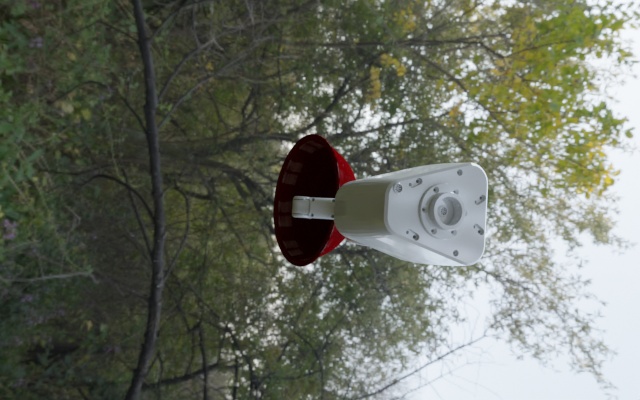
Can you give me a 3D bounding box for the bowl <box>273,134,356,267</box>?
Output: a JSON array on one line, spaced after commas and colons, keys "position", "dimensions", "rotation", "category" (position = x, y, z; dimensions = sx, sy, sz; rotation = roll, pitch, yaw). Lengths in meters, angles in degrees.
[{"position": [0.000, 0.002, 0.593], "dimensions": [0.055, 0.162, 0.162], "rotation": [7, -4, -31], "category": "bowl"}]
